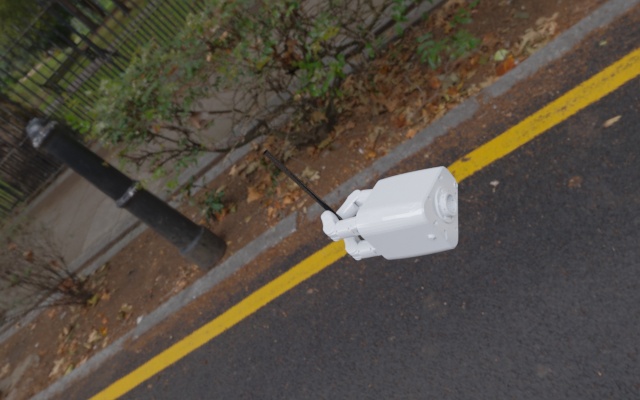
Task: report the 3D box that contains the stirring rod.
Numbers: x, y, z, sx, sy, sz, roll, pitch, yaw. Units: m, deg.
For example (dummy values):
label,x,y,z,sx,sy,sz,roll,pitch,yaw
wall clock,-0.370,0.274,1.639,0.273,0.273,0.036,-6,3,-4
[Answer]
label,x,y,z,sx,sy,sz,roll,pitch,yaw
stirring rod,0.000,0.002,0.719,0.011,0.011,0.240,0,-35,50
